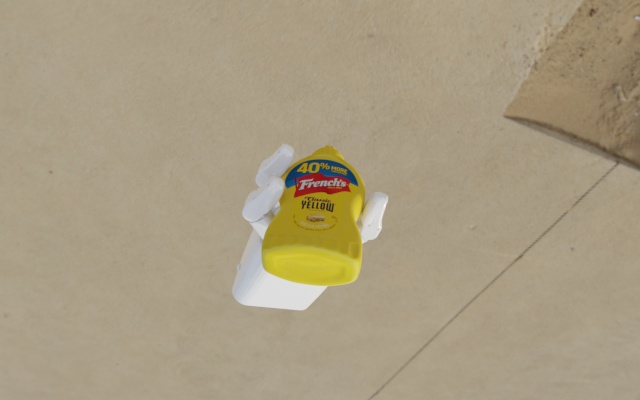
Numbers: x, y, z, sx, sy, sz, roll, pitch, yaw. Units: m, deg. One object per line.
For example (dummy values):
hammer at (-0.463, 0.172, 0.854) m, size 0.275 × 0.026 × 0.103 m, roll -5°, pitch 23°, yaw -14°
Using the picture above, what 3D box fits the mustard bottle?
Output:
mustard bottle at (0.000, 0.002, 0.519) m, size 0.096 × 0.058 × 0.191 m, roll 5°, pitch 41°, yaw 4°
